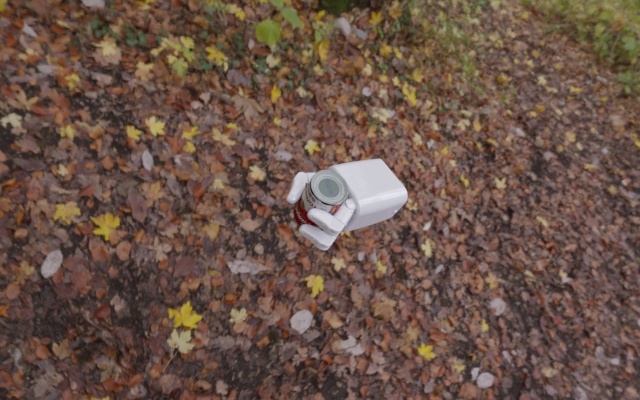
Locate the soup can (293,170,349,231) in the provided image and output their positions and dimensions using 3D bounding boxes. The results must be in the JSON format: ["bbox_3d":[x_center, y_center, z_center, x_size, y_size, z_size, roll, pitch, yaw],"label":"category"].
[{"bbox_3d":[0.000,0.002,0.805,0.068,0.068,0.102,0,-29,-20],"label":"soup can"}]
